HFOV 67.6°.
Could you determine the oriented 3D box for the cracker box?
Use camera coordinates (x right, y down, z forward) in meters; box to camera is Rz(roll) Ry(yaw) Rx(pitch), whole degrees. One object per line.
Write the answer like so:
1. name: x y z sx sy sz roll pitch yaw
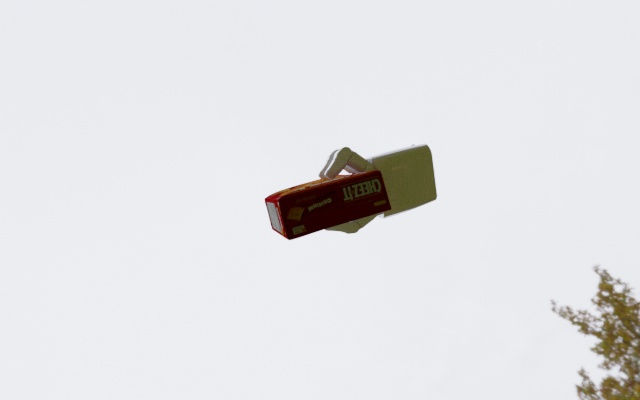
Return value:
1. cracker box: 0.000 0.003 0.795 0.164 0.072 0.213 -17 4 -11
